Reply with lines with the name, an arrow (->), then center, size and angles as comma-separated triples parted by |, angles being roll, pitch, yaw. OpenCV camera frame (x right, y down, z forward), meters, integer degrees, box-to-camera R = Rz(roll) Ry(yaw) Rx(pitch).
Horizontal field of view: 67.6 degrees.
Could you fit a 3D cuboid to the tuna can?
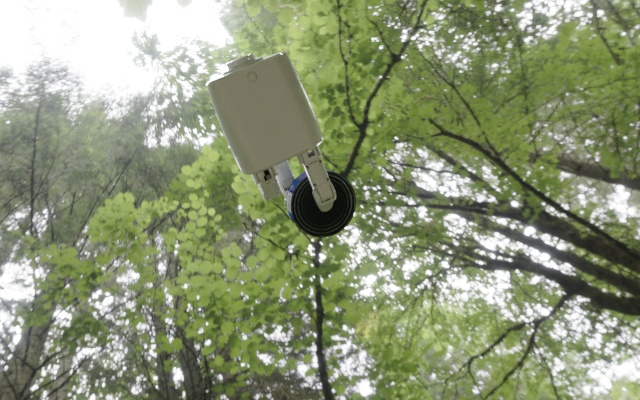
tuna can -> 0.000, 0.002, 0.613 | 0.086, 0.086, 0.033 | 0, 11, -17
